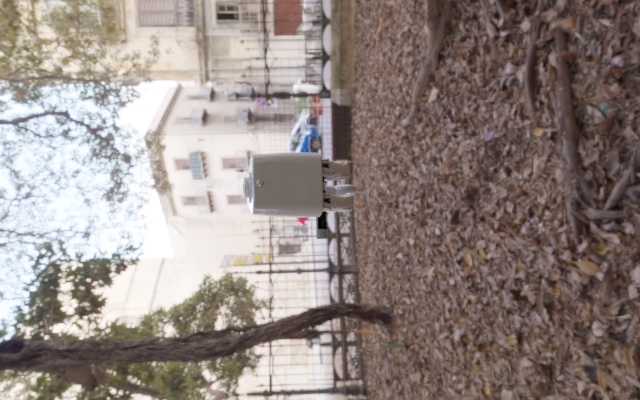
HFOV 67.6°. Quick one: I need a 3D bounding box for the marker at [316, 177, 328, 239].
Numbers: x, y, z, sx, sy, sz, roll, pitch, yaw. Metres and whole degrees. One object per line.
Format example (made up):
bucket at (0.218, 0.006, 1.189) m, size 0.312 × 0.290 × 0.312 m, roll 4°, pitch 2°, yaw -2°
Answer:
marker at (0.000, 0.003, 0.782) m, size 0.020 × 0.121 × 0.020 m, roll -2°, pitch -8°, yaw 0°
